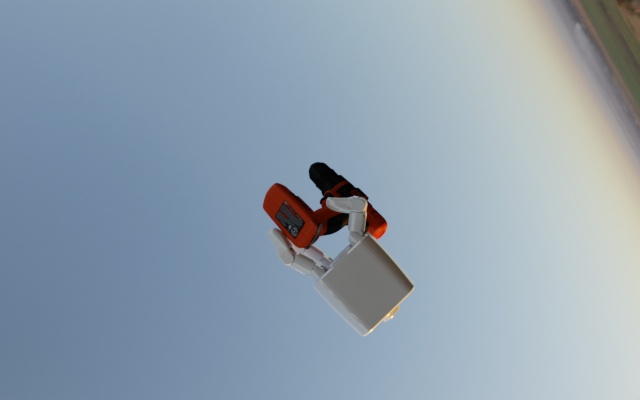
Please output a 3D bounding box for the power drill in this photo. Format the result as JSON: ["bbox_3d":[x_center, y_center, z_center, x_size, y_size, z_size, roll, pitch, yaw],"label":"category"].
[{"bbox_3d":[0.000,0.003,0.772,0.187,0.057,0.184,-10,47,-49],"label":"power drill"}]
